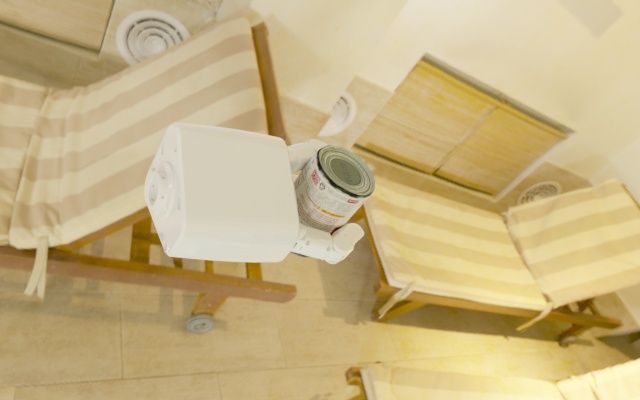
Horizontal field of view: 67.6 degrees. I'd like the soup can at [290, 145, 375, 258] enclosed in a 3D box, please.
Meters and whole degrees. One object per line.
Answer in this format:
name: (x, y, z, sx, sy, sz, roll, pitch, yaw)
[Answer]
soup can: (0.001, 0.002, 0.486, 0.068, 0.068, 0.102, 0, -39, -41)
